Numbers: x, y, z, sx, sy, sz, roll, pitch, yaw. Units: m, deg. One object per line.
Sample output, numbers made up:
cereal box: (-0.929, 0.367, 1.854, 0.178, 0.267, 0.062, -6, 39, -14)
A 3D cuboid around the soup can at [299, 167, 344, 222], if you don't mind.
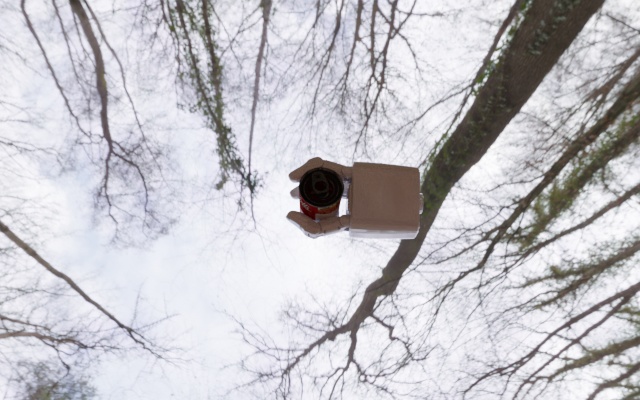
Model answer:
soup can: (0.000, 0.003, 0.751, 0.068, 0.068, 0.102, 0, -27, -2)
